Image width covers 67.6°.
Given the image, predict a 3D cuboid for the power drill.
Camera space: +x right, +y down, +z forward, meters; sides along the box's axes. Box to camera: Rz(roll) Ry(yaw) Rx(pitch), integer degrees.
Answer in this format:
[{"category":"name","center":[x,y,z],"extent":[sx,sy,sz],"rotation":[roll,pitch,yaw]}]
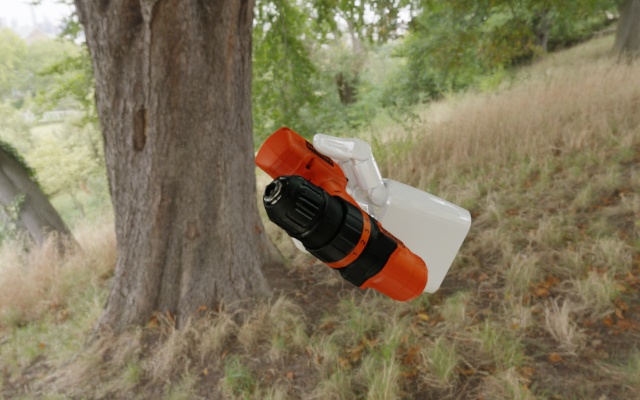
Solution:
[{"category":"power drill","center":[0.000,0.001,0.441],"extent":[0.184,0.057,0.187],"rotation":[37,11,-37]}]
